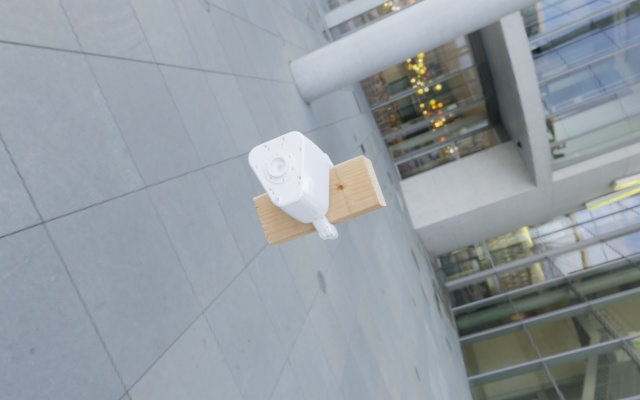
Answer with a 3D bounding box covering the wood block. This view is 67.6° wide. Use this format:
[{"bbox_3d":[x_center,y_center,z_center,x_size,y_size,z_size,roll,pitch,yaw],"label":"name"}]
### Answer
[{"bbox_3d":[0.000,0.003,0.845,0.206,0.091,0.090,-20,-7,13],"label":"wood block"}]
